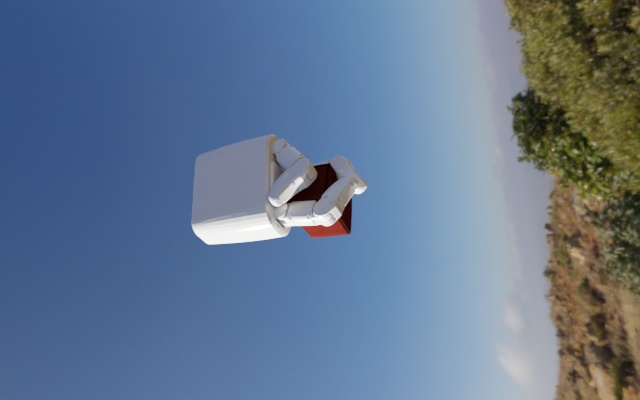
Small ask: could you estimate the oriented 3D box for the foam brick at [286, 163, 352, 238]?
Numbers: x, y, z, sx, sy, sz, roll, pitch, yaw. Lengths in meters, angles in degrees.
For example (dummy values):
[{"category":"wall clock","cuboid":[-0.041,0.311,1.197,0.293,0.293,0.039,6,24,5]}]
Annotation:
[{"category":"foam brick","cuboid":[0.000,0.002,0.563,0.051,0.053,0.078,-10,-38,22]}]
